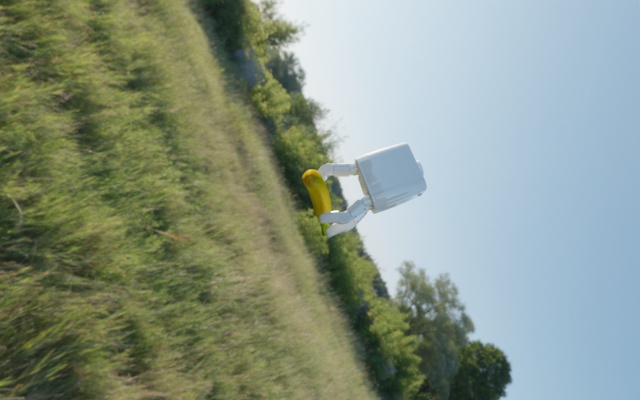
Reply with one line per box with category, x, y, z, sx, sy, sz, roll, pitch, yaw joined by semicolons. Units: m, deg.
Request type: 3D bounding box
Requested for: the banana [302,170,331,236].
banana;-0.003;-0.010;0.892;0.037;0.069;0.198;-16;-35;2
